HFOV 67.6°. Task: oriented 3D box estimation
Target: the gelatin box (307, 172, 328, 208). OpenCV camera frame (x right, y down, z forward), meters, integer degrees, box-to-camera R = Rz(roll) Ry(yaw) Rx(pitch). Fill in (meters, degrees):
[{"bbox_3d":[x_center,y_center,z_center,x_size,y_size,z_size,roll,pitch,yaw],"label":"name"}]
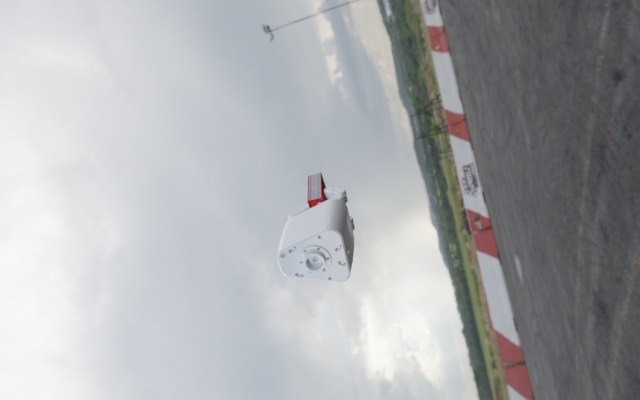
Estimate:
[{"bbox_3d":[0.000,0.003,0.883,0.030,0.073,0.089,-14,34,8],"label":"gelatin box"}]
